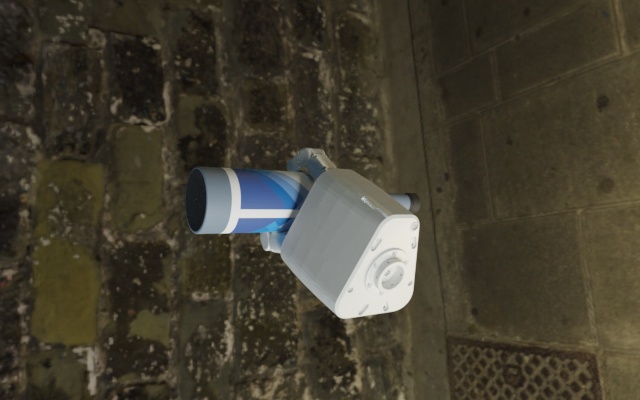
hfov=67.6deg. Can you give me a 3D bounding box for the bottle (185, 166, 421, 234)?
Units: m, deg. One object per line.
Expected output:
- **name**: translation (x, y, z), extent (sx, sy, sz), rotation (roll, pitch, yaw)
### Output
- **bottle**: translation (0.000, 0.002, 0.549), extent (0.296, 0.069, 0.069), rotation (1, -1, -33)
